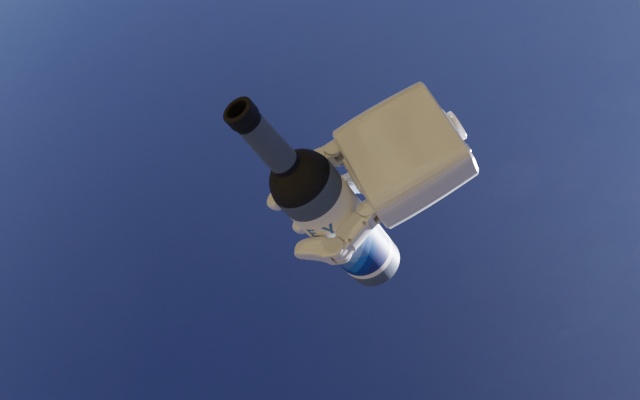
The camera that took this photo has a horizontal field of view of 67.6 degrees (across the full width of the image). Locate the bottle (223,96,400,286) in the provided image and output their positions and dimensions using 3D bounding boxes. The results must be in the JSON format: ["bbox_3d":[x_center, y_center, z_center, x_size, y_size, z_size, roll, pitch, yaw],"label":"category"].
[{"bbox_3d":[0.000,0.002,0.490,0.069,0.069,0.296,0,-31,32],"label":"bottle"}]
